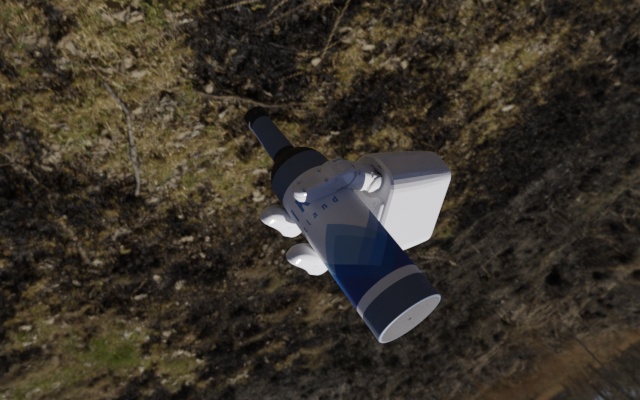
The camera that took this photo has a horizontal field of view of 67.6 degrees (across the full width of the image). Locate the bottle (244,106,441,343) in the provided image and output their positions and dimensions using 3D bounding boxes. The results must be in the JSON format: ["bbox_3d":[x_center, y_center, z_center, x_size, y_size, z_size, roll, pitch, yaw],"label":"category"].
[{"bbox_3d":[0.000,0.002,0.484,0.069,0.069,0.295,0,43,-46],"label":"bottle"}]
